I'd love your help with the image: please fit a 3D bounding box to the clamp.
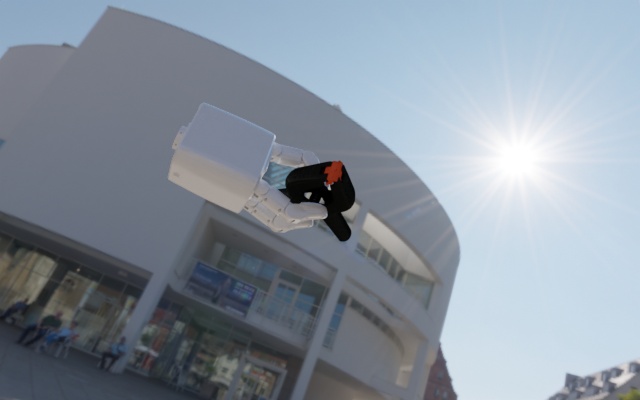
[{"bbox_3d":[0.000,0.001,0.659,0.164,0.036,0.210,23,-24,-14],"label":"clamp"}]
